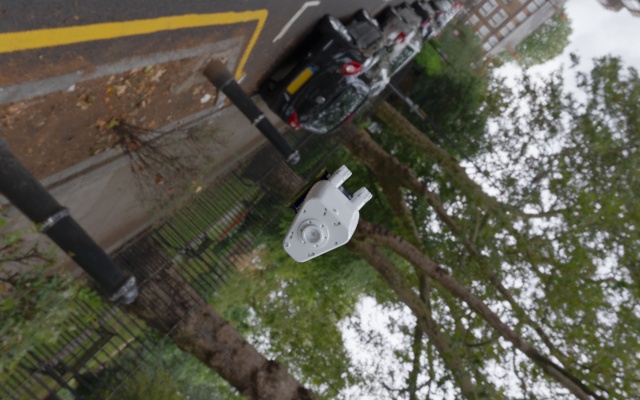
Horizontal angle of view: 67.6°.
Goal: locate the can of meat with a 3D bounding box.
[{"bbox_3d":[0.000,0.003,0.888,0.102,0.084,0.057,-43,5,14],"label":"can of meat"}]
